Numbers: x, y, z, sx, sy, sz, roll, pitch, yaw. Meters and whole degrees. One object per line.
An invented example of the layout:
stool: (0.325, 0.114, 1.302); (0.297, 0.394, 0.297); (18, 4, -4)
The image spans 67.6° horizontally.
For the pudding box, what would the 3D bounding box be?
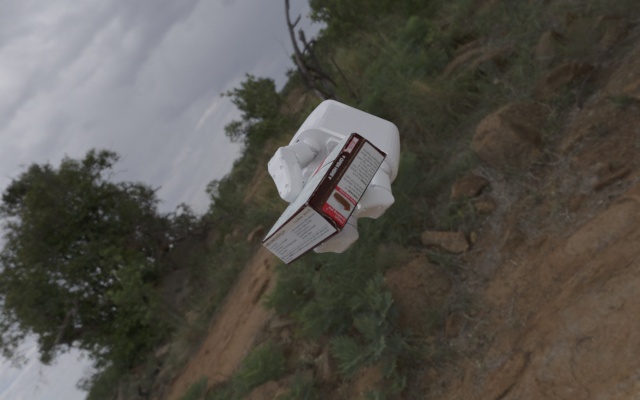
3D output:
pudding box: (0.000, 0.001, 0.423); (0.039, 0.090, 0.113); (36, -32, -7)
